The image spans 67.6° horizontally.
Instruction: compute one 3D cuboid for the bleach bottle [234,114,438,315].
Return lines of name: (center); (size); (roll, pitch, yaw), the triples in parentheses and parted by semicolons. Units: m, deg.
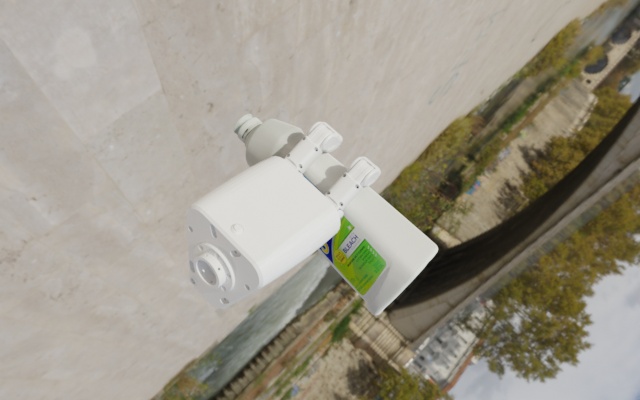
bleach bottle: (0.000, 0.002, 0.515); (0.068, 0.251, 0.103); (-36, -17, -42)
